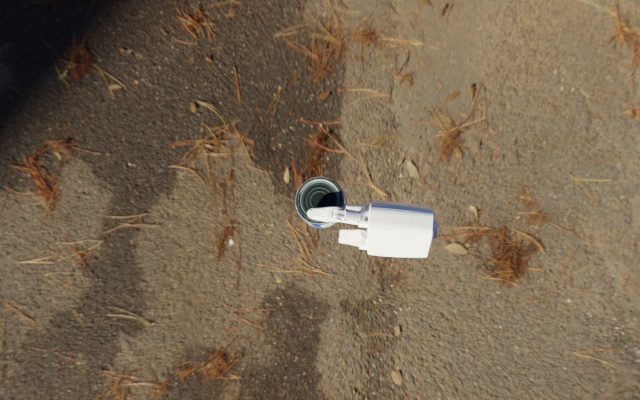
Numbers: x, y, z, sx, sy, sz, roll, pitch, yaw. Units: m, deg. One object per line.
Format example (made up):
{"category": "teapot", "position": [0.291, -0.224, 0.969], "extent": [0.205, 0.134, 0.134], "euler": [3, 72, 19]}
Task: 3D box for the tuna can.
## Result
{"category": "tuna can", "position": [0.000, 0.003, 0.820], "extent": [0.086, 0.086, 0.034], "euler": [0, -11, 11]}
